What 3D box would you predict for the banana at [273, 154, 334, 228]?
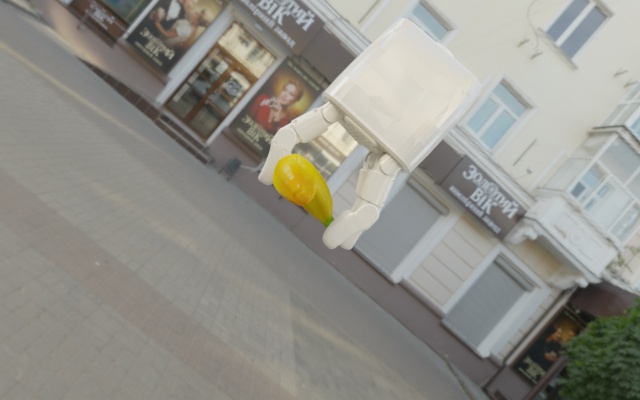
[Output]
[{"bbox_3d":[-0.012,-0.011,0.443,0.037,0.069,0.198,-43,-15,1],"label":"banana"}]
